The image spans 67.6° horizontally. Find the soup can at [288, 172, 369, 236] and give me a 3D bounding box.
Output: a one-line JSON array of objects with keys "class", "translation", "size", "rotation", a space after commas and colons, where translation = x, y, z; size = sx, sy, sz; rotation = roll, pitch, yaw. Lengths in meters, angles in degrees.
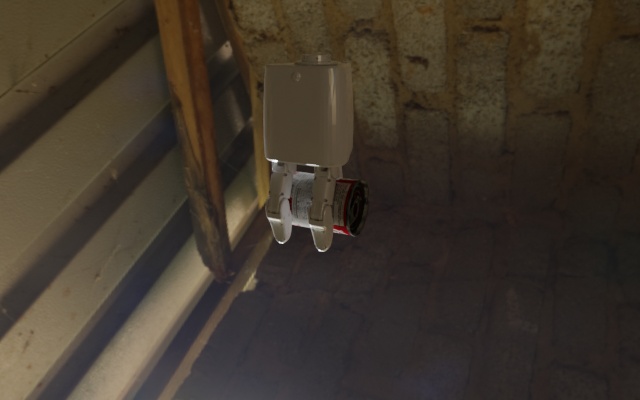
[{"class": "soup can", "translation": [0.000, 0.002, 0.582], "size": [0.102, 0.068, 0.068], "rotation": [9, 3, 24]}]
